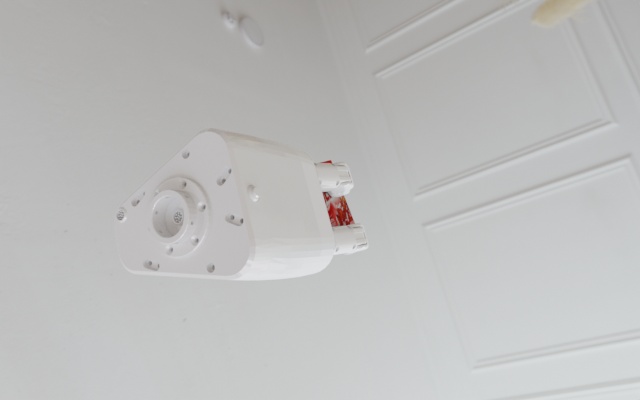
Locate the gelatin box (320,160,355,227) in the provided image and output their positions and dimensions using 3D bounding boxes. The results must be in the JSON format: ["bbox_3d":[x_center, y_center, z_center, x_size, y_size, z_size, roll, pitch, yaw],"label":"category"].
[{"bbox_3d":[0.000,0.002,0.461,0.030,0.073,0.089,-21,1,19],"label":"gelatin box"}]
